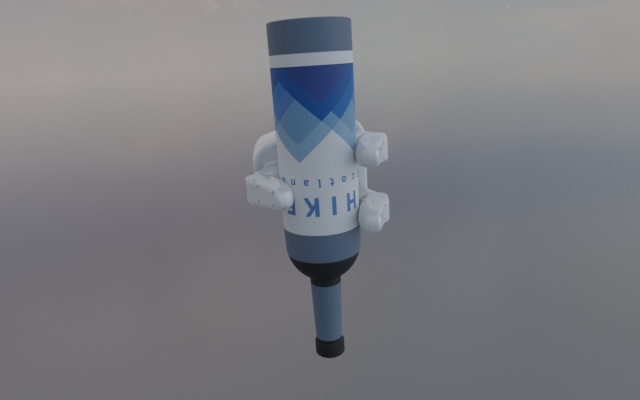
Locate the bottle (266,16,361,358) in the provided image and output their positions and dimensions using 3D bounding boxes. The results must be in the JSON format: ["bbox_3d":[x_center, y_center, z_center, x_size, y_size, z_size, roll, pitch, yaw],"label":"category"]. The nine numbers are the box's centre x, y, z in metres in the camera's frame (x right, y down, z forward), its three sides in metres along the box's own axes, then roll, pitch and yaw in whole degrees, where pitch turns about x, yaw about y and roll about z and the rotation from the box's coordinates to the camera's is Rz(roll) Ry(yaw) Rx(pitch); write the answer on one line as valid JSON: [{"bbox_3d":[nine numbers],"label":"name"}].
[{"bbox_3d":[0.000,0.001,0.413,0.069,0.296,0.069,-4,16,1],"label":"bottle"}]
